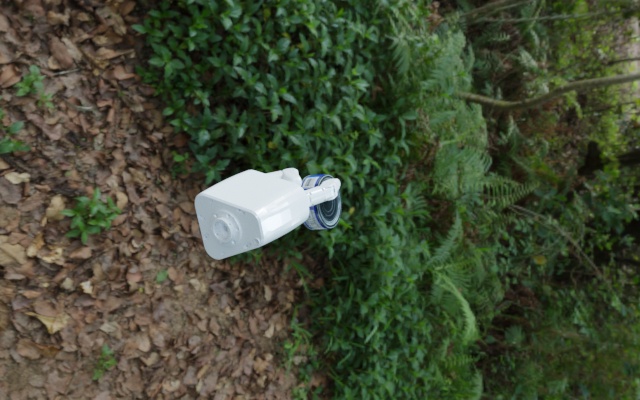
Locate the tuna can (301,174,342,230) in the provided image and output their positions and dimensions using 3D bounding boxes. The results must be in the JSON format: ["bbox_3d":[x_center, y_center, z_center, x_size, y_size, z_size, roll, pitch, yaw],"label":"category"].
[{"bbox_3d":[0.001,0.002,0.742,0.034,0.086,0.086,-4,-2,29],"label":"tuna can"}]
